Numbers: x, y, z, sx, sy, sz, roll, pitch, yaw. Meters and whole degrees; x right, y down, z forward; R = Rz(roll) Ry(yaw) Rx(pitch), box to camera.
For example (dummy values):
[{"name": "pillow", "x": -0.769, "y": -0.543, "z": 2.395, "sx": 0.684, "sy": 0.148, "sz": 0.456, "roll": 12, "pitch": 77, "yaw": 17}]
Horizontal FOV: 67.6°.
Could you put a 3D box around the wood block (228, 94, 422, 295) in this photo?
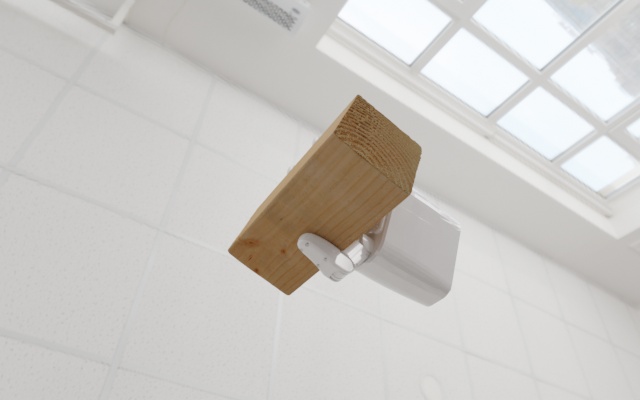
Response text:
[{"name": "wood block", "x": 0.000, "y": 0.002, "z": 0.507, "sx": 0.206, "sy": 0.090, "sz": 0.090, "roll": -45, "pitch": 11, "yaw": 38}]
